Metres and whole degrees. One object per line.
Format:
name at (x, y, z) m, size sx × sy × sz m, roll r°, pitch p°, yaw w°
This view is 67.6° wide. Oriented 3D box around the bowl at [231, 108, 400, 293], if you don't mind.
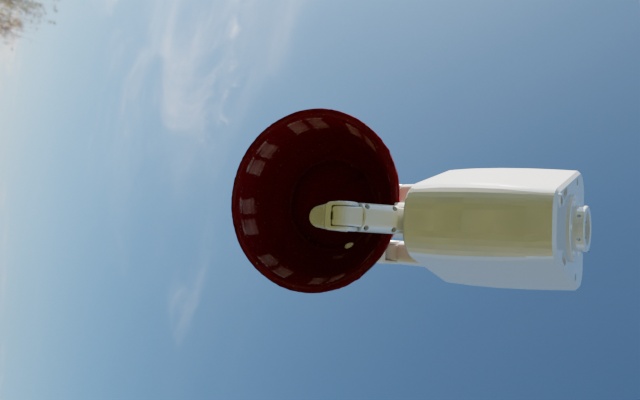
bowl at (-0.001, 0.001, 0.439) m, size 0.162 × 0.162 × 0.055 m, roll 0°, pitch -5°, yaw 23°
